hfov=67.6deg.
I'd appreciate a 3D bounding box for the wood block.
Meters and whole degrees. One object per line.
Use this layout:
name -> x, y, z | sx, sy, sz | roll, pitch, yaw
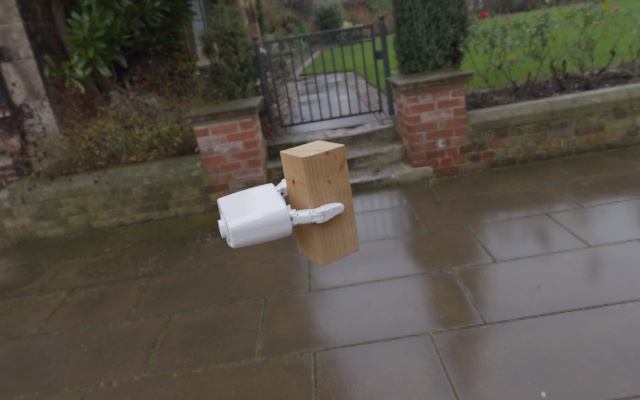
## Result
wood block -> 0.000, 0.003, 0.888 | 0.090, 0.206, 0.091 | -20, 21, -27
